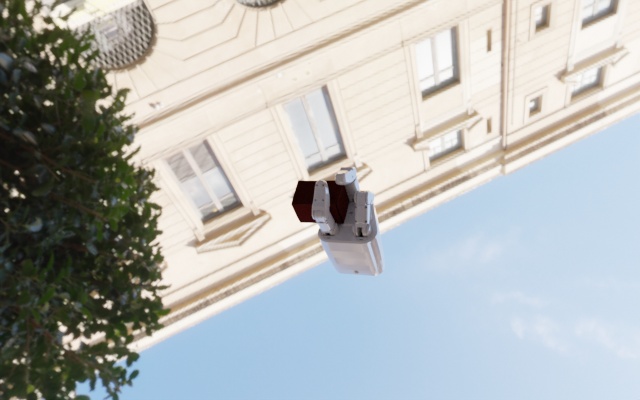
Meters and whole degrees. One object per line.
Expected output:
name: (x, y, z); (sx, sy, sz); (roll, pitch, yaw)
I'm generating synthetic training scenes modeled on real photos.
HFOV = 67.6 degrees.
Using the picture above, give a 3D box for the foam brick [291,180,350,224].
foam brick: (0.000, 0.002, 0.774); (0.078, 0.053, 0.051); (1, -39, 20)
